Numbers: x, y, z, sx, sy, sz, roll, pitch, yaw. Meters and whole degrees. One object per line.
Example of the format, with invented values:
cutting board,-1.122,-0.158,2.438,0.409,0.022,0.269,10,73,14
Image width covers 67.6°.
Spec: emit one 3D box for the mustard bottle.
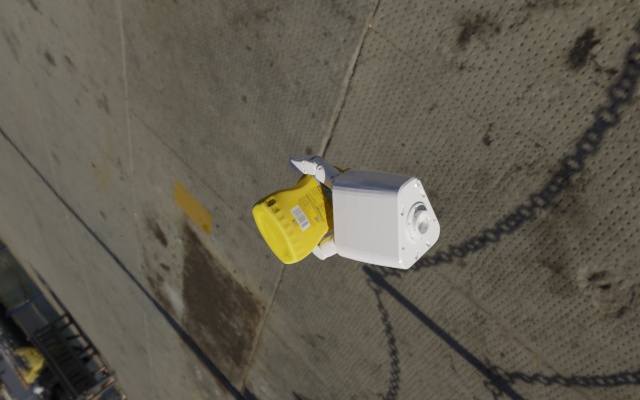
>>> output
mustard bottle,0.000,0.002,0.684,0.191,0.096,0.058,-34,5,-36
